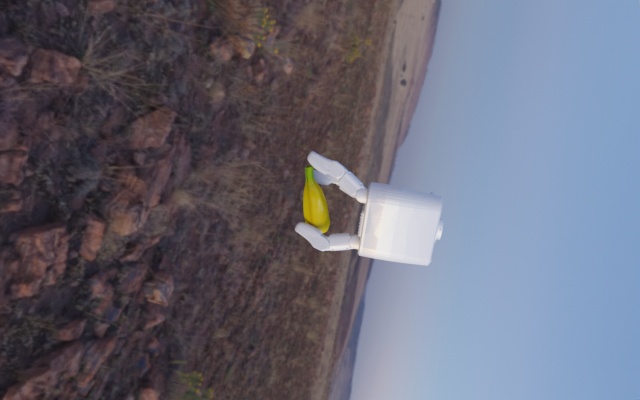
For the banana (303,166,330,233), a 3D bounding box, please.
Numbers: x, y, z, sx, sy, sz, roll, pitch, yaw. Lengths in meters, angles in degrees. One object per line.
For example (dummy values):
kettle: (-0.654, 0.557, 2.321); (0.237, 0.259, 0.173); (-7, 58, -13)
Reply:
banana: (-0.003, 0.018, 0.766); (0.037, 0.069, 0.198); (7, -22, 6)
